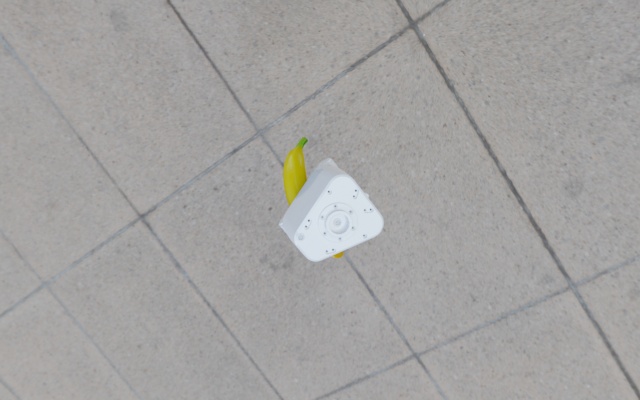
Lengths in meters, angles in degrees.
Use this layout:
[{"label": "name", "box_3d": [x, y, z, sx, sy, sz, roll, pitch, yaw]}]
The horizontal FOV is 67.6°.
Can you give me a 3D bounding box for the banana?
[{"label": "banana", "box_3d": [-0.016, 0.005, 0.726, 0.069, 0.198, 0.037, -21, 8, -31]}]
